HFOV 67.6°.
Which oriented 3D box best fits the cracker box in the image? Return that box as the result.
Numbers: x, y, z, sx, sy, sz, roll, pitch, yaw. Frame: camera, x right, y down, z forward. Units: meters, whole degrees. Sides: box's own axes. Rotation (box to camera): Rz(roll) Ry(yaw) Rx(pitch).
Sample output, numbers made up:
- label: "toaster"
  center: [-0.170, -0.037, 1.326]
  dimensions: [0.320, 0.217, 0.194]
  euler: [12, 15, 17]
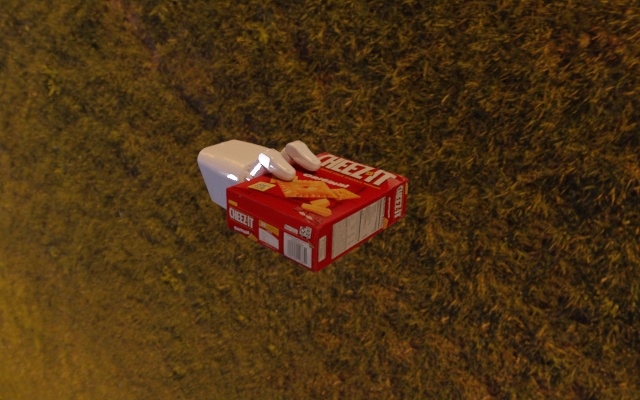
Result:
- label: "cracker box"
  center: [0.000, 0.002, 0.679]
  dimensions: [0.164, 0.072, 0.213]
  euler: [22, 32, 34]
